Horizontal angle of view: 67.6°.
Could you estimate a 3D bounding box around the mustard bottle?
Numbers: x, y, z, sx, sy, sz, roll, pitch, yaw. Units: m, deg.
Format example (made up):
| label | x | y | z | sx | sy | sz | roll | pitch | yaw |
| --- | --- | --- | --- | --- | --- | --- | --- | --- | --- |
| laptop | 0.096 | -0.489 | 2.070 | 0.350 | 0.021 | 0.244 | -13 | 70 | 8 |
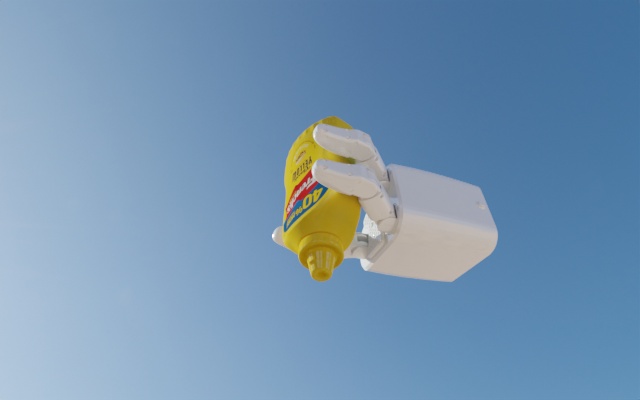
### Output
| label | x | y | z | sx | sy | sz | roll | pitch | yaw |
| --- | --- | --- | --- | --- | --- | --- | --- | --- | --- |
| mustard bottle | 0.000 | 0.001 | 0.480 | 0.058 | 0.191 | 0.096 | 31 | -56 | -26 |
